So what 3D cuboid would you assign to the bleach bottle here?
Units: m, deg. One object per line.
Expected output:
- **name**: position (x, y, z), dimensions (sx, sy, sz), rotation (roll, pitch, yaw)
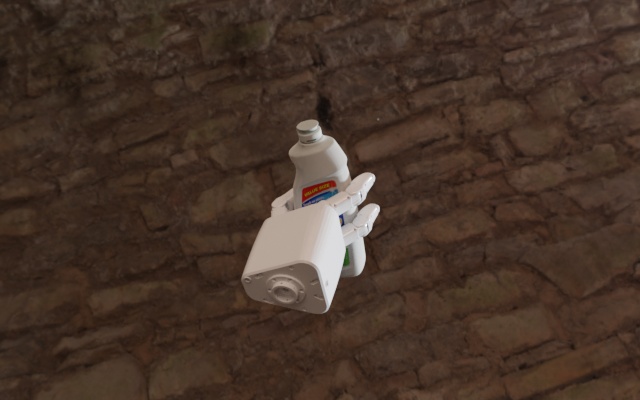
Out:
- **bleach bottle**: position (0.000, 0.002, 0.693), dimensions (0.102, 0.251, 0.068), rotation (-2, 36, 17)
